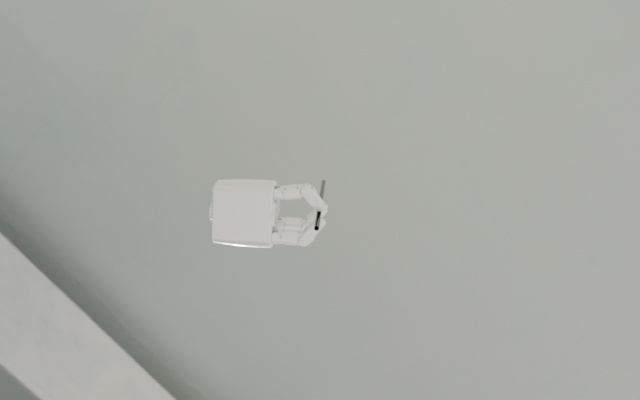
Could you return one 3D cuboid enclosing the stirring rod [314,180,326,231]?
[{"bbox_3d":[0.000,0.003,0.885,0.011,0.011,0.239,0,21,3],"label":"stirring rod"}]
